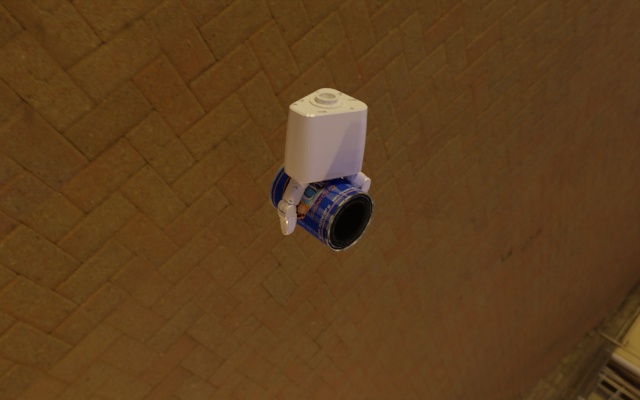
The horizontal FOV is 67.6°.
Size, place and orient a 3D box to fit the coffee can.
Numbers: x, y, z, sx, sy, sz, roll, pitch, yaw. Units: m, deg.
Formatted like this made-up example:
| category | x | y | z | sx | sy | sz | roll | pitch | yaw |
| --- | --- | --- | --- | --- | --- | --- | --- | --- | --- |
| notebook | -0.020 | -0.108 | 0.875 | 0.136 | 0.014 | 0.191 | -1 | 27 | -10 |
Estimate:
| category | x | y | z | sx | sy | sz | roll | pitch | yaw |
| --- | --- | --- | --- | --- | --- | --- | --- | --- | --- |
| coffee can | 0.000 | 0.003 | 0.760 | 0.140 | 0.103 | 0.103 | 34 | 22 | 36 |
